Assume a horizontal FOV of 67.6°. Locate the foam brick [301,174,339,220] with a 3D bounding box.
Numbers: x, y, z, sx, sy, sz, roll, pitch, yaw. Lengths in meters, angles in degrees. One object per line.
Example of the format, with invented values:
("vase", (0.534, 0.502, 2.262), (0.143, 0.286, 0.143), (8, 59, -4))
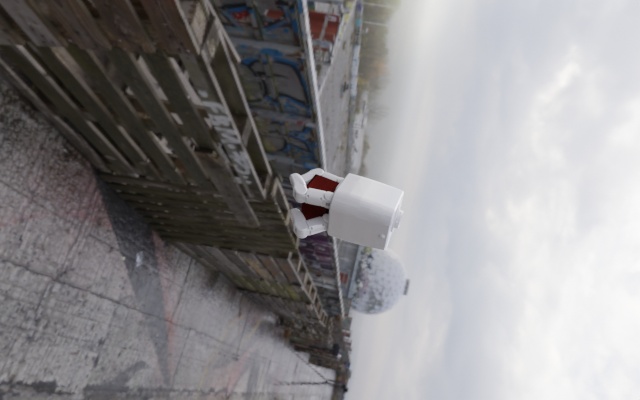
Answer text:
("foam brick", (0.000, 0.003, 0.862), (0.051, 0.078, 0.053), (22, 48, 17))
